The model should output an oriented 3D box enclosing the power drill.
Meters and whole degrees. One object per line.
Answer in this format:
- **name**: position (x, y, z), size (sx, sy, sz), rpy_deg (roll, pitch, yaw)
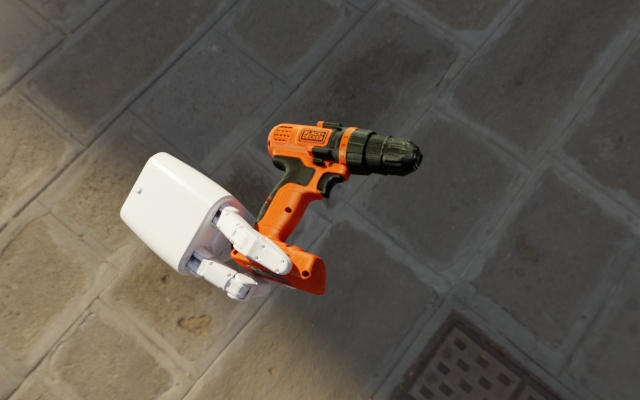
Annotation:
- **power drill**: position (0.000, 0.002, 0.513), size (0.184, 0.187, 0.057), rpy_deg (10, -26, 29)
